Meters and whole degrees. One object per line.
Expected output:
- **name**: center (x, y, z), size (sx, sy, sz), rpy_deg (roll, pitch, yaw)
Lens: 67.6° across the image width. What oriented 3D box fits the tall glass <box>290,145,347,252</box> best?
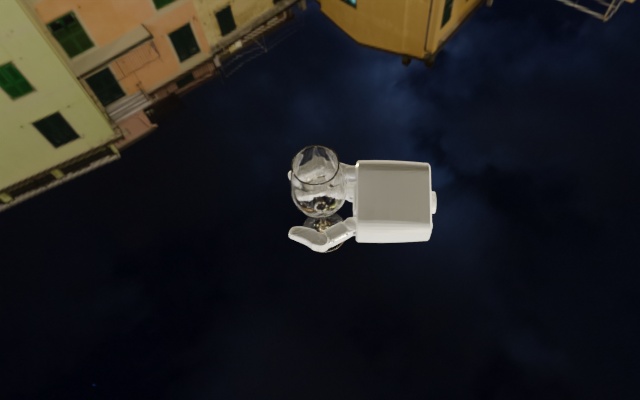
- **tall glass**: center (0.000, 0.003, 0.689), size (0.079, 0.079, 0.201), rpy_deg (0, -29, 5)
